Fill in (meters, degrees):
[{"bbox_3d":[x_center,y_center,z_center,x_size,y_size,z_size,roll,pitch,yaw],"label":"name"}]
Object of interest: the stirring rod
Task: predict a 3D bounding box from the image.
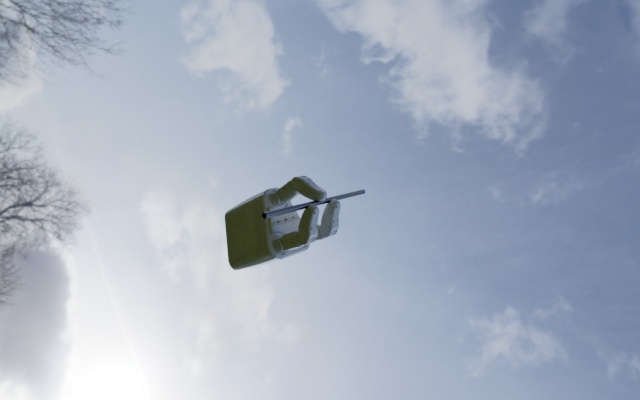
[{"bbox_3d":[0.000,0.002,0.700,0.011,0.011,0.239,0,8,37],"label":"stirring rod"}]
